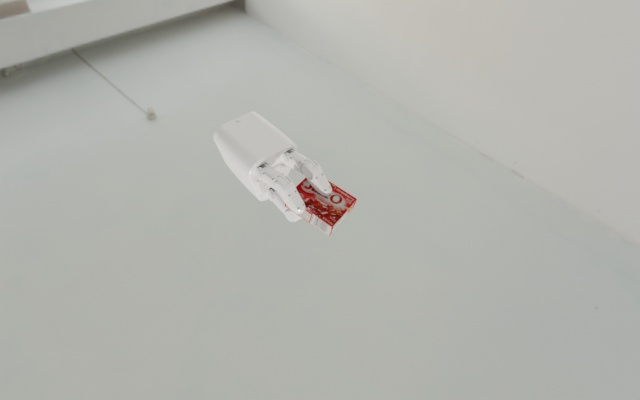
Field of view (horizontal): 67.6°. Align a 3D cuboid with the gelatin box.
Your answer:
[{"bbox_3d":[0.000,0.003,0.750,0.089,0.030,0.073,34,52,13],"label":"gelatin box"}]
